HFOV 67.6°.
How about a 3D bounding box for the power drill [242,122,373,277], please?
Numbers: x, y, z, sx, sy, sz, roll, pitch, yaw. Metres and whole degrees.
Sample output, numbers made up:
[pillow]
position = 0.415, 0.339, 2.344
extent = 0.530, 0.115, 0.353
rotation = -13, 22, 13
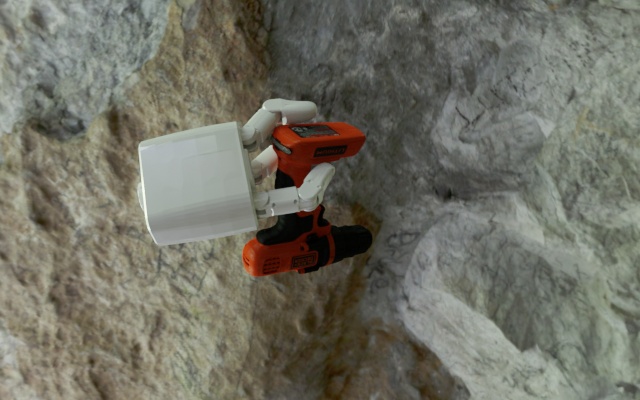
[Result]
[power drill]
position = 0.000, 0.002, 0.582
extent = 0.184, 0.188, 0.057
rotation = -9, 30, -32
